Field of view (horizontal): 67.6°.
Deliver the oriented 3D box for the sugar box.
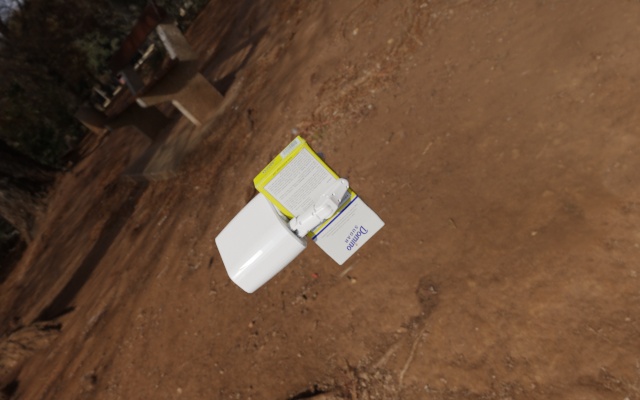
[{"bbox_3d":[0.000,0.002,0.683,0.176,0.093,0.048,45,6,-24],"label":"sugar box"}]
